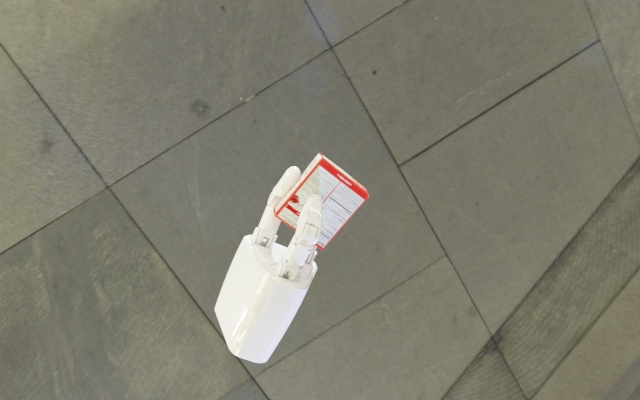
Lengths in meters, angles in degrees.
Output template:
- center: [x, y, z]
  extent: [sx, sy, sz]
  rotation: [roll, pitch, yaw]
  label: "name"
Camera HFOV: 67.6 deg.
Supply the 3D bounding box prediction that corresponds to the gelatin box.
- center: [0.000, 0.002, 0.556]
  extent: [0.073, 0.089, 0.030]
  rotation: [37, 13, -17]
  label: "gelatin box"
